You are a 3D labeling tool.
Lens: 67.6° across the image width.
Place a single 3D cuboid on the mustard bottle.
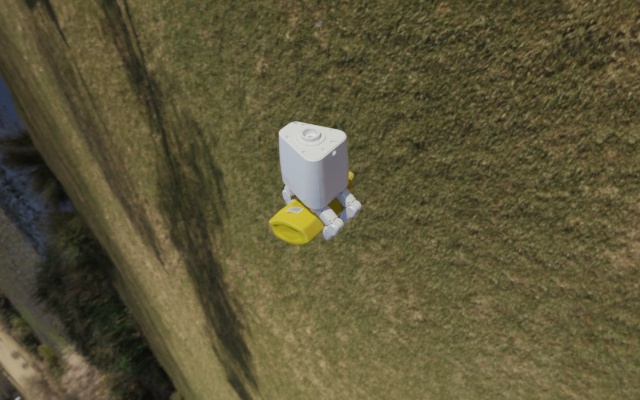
[{"bbox_3d":[0.000,0.003,0.888,0.096,0.058,0.191,7,40,45],"label":"mustard bottle"}]
